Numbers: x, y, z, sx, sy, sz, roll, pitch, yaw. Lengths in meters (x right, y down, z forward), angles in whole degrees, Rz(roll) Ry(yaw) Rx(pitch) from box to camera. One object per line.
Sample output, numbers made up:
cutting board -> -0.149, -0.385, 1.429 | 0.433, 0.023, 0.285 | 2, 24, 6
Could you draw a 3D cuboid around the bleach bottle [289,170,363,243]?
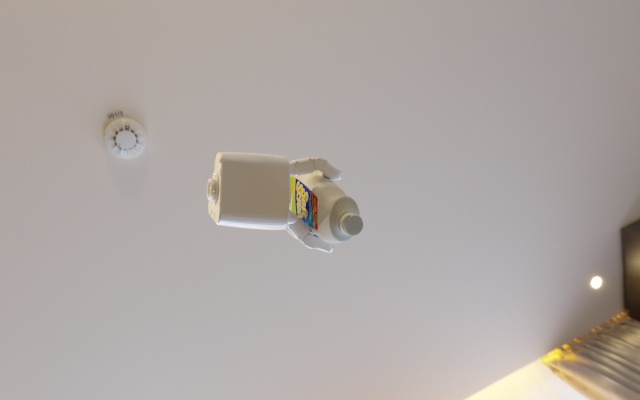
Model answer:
bleach bottle -> 0.000, 0.003, 0.773 | 0.068, 0.102, 0.250 | 4, 10, -24
